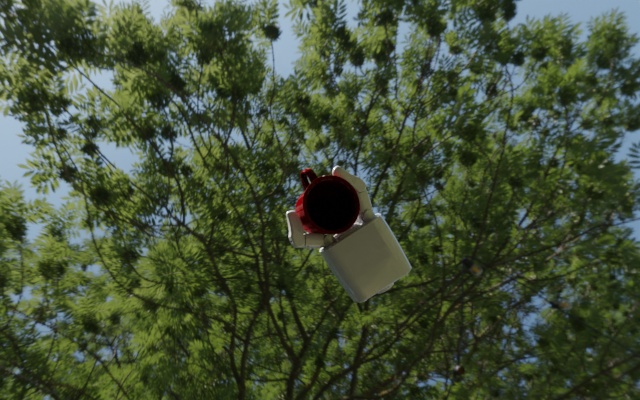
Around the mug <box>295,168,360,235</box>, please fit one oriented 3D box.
[{"bbox_3d":[-0.001,0.001,0.773,0.093,0.117,0.081,-32,1,-19],"label":"mug"}]
